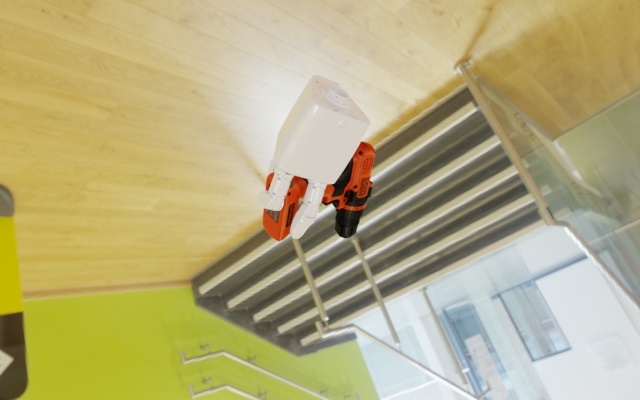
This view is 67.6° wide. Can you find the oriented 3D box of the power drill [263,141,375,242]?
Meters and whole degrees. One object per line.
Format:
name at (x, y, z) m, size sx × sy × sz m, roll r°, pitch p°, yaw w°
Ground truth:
power drill at (0.000, 0.002, 0.765) m, size 0.187 × 0.184 × 0.057 m, roll -17°, pitch 40°, yaw -35°
